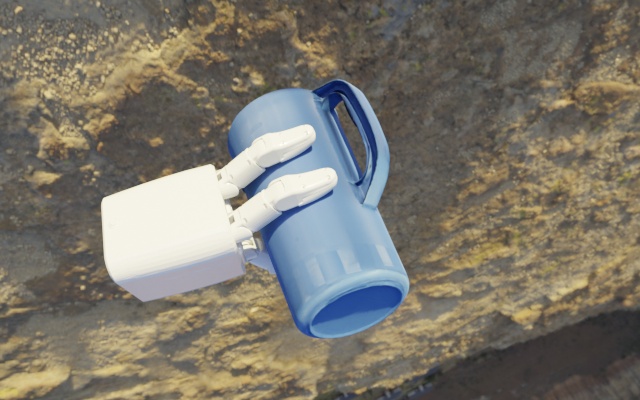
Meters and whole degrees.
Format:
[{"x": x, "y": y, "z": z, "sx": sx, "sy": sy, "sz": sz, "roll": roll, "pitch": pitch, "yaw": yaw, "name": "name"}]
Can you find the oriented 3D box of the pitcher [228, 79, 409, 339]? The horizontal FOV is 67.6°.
[{"x": 0.000, "y": 0.002, "z": 0.482, "sx": 0.145, "sy": 0.242, "sz": 0.149, "roll": -16, "pitch": -37, "yaw": -10, "name": "pitcher"}]
